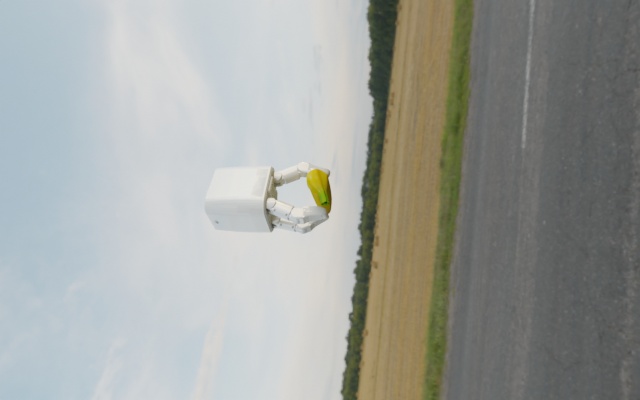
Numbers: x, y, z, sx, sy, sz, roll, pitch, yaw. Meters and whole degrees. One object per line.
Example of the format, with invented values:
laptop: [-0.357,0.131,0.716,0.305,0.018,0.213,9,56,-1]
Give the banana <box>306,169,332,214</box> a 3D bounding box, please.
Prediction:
banana: [-0.002,-0.016,0.821,0.037,0.069,0.198,-5,-6,3]
